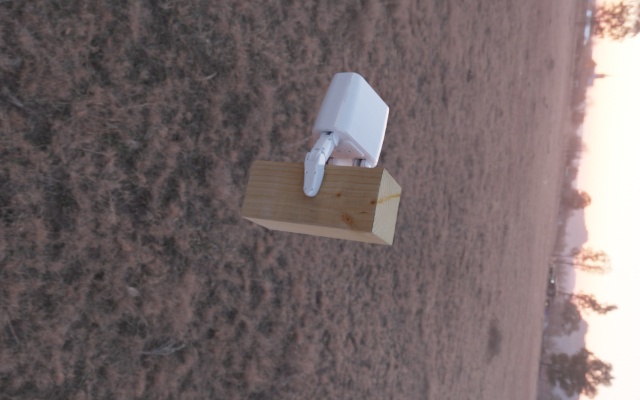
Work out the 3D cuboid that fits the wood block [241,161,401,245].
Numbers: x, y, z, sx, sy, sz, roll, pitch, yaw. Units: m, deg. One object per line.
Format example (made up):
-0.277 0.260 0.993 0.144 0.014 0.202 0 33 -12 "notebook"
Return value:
0.000 0.002 0.696 0.206 0.090 0.091 5 -14 27 "wood block"
